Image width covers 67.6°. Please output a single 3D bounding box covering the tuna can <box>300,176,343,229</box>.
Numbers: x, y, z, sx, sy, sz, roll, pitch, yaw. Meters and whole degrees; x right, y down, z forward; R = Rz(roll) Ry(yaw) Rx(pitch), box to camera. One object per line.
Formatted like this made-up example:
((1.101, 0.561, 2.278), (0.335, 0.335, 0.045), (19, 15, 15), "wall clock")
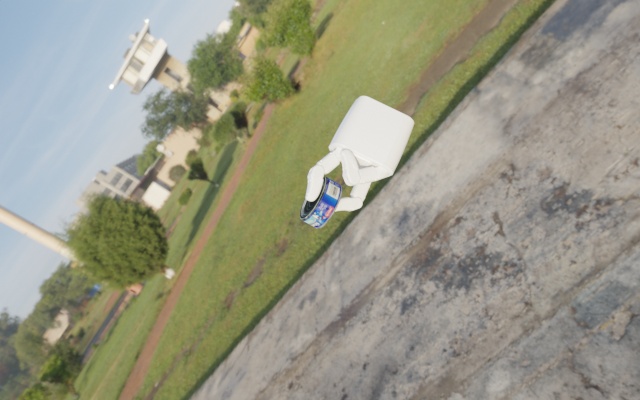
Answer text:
((0.000, 0.002, 0.811), (0.034, 0.086, 0.086), (29, -9, -17), "tuna can")
